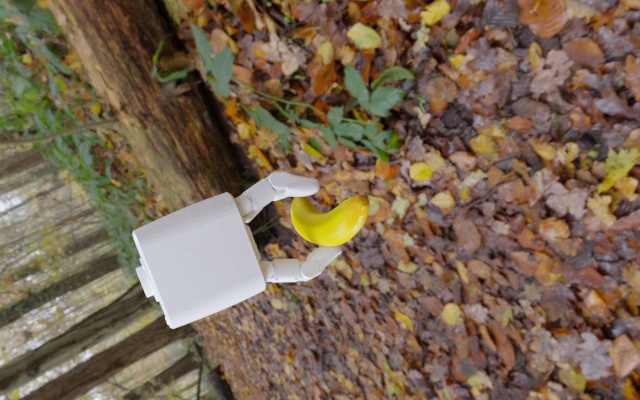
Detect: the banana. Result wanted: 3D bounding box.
[{"bbox_3d":[0.002,0.019,0.550,0.037,0.069,0.198,-16,13,-22],"label":"banana"}]
